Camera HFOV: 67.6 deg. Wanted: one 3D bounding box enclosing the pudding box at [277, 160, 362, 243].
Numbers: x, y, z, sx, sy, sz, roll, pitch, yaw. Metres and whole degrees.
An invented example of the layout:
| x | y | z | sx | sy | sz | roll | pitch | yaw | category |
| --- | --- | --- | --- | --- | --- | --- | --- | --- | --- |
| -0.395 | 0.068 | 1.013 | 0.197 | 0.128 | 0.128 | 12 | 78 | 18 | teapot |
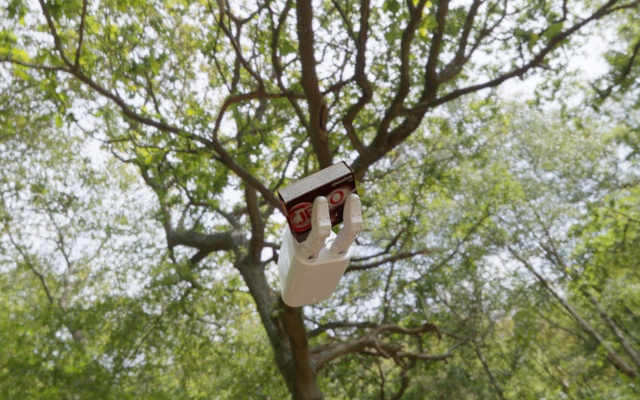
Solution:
| x | y | z | sx | sy | sz | roll | pitch | yaw | category |
| --- | --- | --- | --- | --- | --- | --- | --- | --- | --- |
| 0.000 | 0.002 | 0.712 | 0.113 | 0.090 | 0.039 | -27 | 47 | -11 | pudding box |
